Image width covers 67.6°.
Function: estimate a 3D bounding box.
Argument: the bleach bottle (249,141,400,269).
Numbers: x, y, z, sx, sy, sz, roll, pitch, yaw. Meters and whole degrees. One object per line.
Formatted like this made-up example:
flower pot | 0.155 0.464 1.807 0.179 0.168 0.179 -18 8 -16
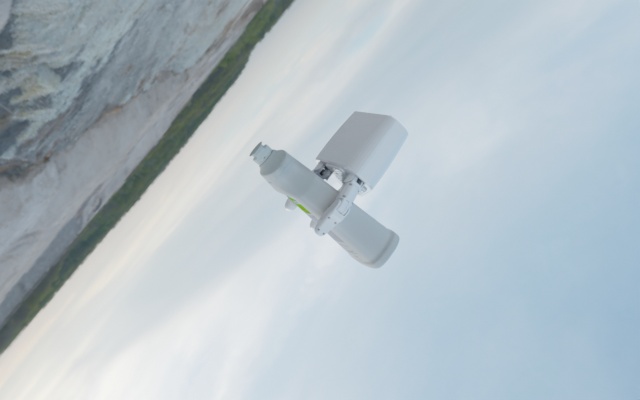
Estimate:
bleach bottle | 0.000 0.002 0.721 0.251 0.068 0.102 40 -11 -19
